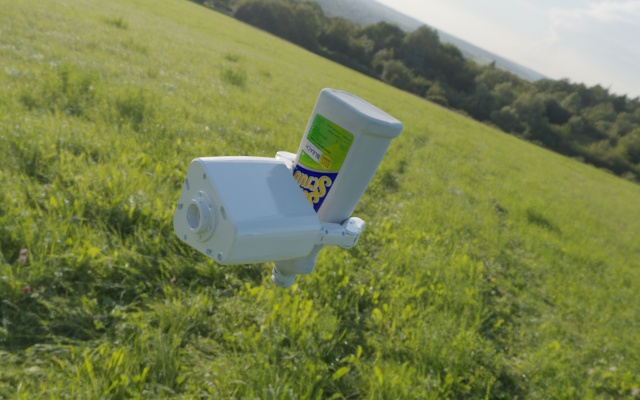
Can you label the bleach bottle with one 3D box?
[{"bbox_3d":[0.000,0.002,0.571,0.068,0.251,0.102,-2,33,-46],"label":"bleach bottle"}]
